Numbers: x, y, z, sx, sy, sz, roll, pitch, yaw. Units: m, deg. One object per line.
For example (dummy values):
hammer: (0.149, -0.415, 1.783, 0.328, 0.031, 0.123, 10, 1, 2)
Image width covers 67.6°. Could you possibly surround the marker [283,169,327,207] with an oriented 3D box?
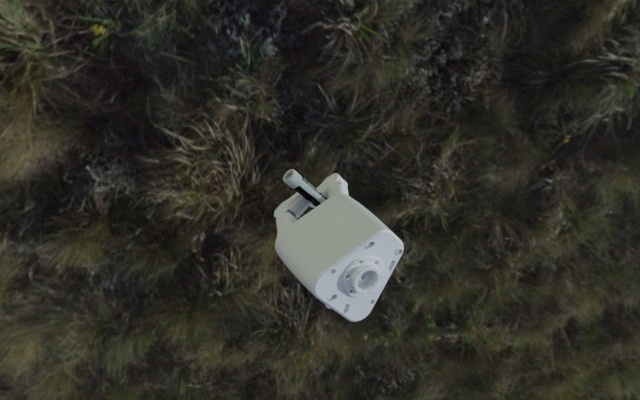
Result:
marker: (0.000, 0.002, 0.606, 0.020, 0.020, 0.121, 0, -33, 49)
